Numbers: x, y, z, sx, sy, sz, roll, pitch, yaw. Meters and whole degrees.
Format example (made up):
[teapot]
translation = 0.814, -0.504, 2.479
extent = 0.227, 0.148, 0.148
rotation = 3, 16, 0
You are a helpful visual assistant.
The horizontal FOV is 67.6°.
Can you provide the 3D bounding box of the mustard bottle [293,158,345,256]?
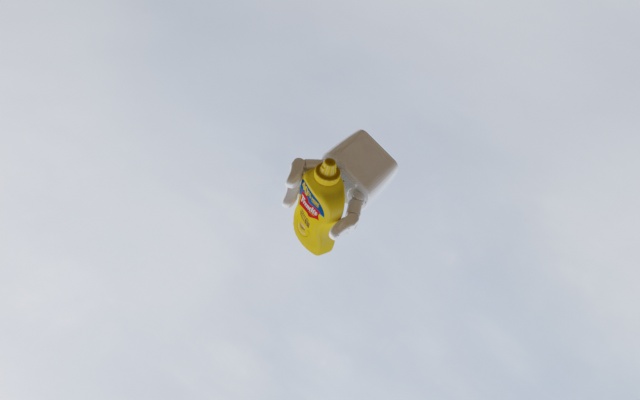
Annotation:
[mustard bottle]
translation = 0.000, 0.003, 0.793
extent = 0.058, 0.096, 0.192
rotation = -17, -35, -25
